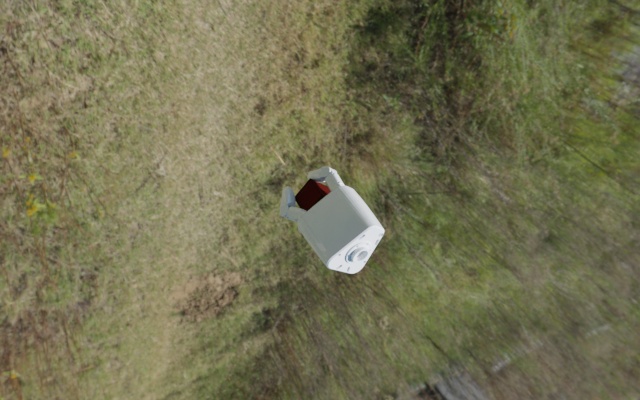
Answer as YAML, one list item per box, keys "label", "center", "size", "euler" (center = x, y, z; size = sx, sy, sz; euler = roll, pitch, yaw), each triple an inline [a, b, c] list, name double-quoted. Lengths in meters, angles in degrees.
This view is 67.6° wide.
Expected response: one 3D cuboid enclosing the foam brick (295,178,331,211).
- label: "foam brick"
  center: [0.000, 0.003, 0.895]
  size: [0.078, 0.053, 0.051]
  euler: [21, 26, -47]
